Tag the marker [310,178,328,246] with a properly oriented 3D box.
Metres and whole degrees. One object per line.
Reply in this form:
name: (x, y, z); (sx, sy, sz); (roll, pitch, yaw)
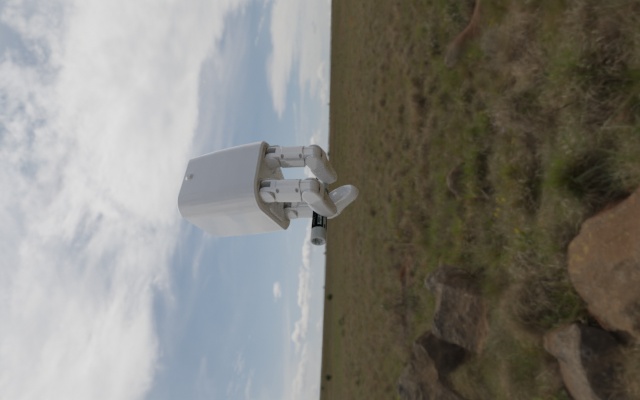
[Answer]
marker: (0.000, 0.002, 0.597); (0.020, 0.121, 0.020); (2, -40, 2)
